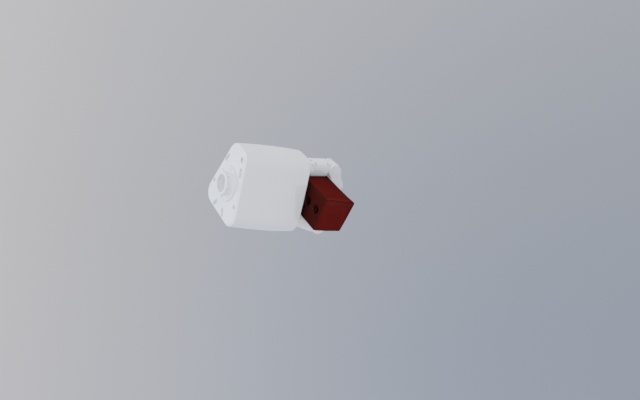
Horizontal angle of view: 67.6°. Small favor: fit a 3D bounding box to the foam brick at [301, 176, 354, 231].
[{"bbox_3d":[0.000,0.002,0.701,0.051,0.053,0.078,5,30,-40],"label":"foam brick"}]
